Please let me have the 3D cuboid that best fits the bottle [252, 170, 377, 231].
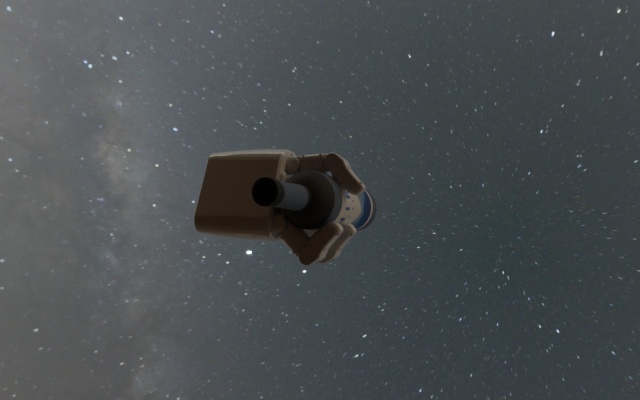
[{"bbox_3d":[0.000,0.002,0.571,0.069,0.069,0.296,0,-4,20],"label":"bottle"}]
